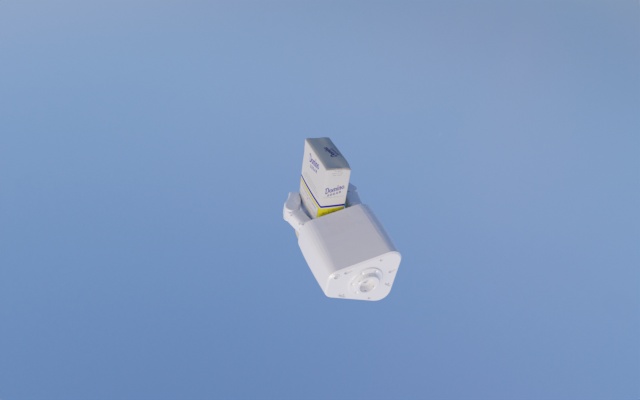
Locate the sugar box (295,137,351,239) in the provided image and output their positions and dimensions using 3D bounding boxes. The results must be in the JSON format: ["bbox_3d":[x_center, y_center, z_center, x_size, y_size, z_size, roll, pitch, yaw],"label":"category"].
[{"bbox_3d":[0.001,0.003,0.729,0.048,0.176,0.093,-4,37,-22],"label":"sugar box"}]
